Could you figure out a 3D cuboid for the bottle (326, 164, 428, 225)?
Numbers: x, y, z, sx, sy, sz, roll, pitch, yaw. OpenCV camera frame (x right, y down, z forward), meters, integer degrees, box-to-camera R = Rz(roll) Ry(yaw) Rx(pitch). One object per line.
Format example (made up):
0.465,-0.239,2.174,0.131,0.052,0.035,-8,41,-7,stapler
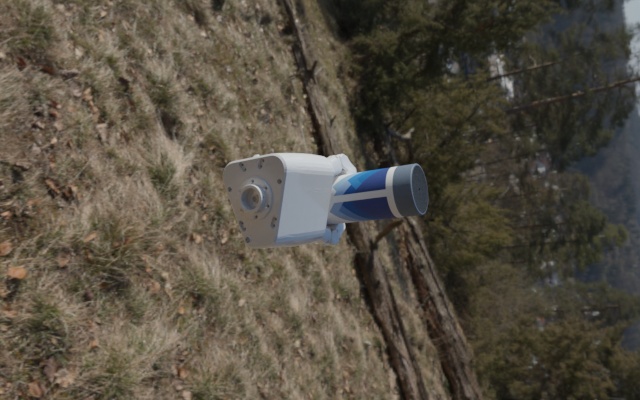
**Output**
0.000,0.002,0.681,0.296,0.069,0.069,-7,-4,30,bottle
